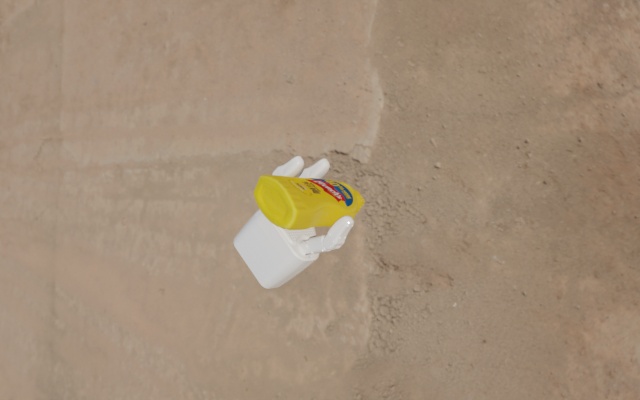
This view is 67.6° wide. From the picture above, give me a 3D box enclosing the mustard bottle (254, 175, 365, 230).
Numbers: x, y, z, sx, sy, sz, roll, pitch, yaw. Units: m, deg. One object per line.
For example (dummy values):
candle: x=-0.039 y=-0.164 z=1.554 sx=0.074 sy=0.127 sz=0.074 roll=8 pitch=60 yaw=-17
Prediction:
mustard bottle: x=0.000 y=0.002 z=0.718 sx=0.191 sy=0.058 sz=0.096 roll=1 pitch=31 yaw=-46
